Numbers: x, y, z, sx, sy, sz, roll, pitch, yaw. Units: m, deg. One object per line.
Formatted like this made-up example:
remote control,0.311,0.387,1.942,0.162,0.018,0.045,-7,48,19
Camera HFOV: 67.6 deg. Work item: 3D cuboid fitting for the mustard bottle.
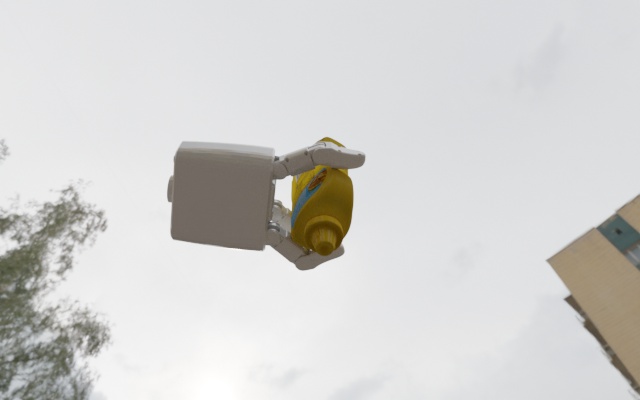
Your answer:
mustard bottle,0.000,0.002,0.553,0.058,0.096,0.191,29,24,-16
